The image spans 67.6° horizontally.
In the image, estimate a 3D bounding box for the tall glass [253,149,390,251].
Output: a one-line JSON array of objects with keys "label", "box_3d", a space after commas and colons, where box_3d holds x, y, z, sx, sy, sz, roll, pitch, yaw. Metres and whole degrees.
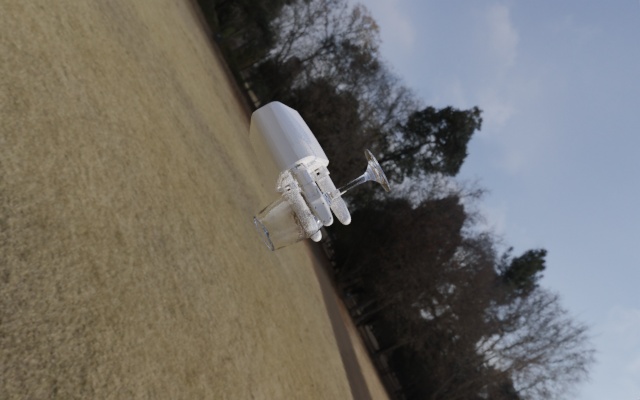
[{"label": "tall glass", "box_3d": [0.001, 0.002, 0.726, 0.201, 0.079, 0.079, -29, 0, -1]}]
